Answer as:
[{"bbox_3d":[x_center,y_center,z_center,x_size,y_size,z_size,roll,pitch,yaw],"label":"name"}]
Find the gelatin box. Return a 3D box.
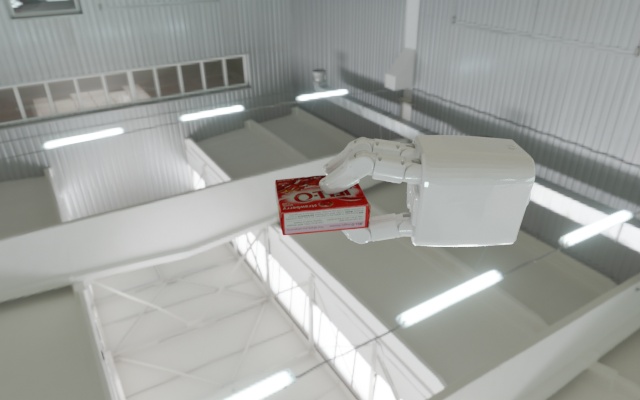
[{"bbox_3d":[0.000,0.002,0.492,0.089,0.030,0.073,-5,29,-7],"label":"gelatin box"}]
